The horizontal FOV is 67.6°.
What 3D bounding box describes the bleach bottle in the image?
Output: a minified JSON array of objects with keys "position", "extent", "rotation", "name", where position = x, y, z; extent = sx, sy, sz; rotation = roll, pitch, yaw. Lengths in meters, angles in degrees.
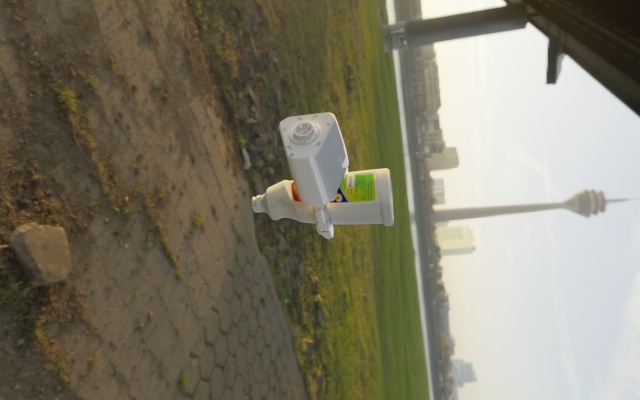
[{"position":[0.000,0.003,0.848],"extent":[0.251,0.102,0.068],"rotation":[-5,-40,11],"name":"bleach bottle"}]
